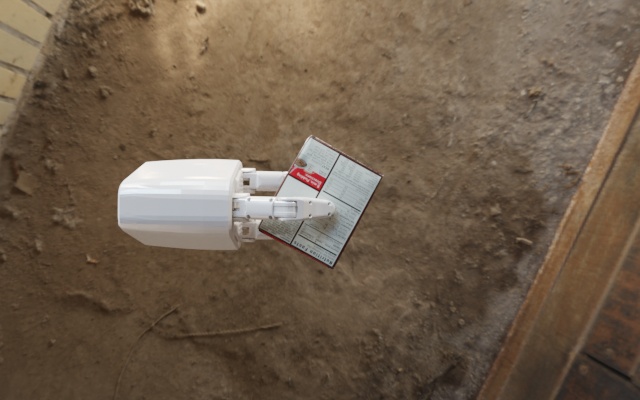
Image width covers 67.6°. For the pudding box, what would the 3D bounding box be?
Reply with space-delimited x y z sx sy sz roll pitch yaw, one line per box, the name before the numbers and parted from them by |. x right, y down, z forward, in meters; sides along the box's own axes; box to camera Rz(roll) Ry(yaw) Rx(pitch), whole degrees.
pudding box | 0.000 0.002 0.497 0.090 0.113 0.039 29 1 -3
